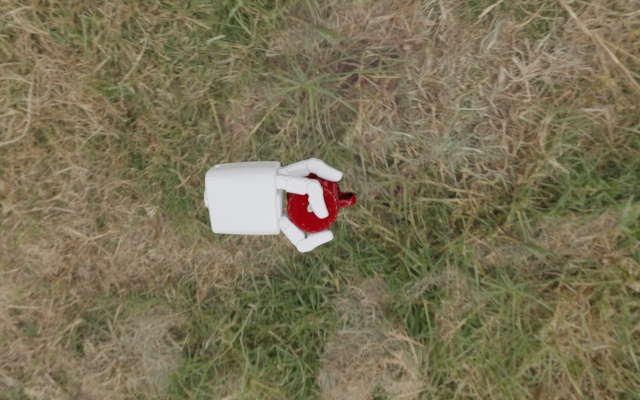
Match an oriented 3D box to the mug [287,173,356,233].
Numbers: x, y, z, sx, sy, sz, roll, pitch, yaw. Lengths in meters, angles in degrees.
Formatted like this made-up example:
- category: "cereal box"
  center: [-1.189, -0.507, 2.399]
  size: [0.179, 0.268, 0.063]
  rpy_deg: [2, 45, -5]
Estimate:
- category: "mug"
  center: [0.002, 0.003, 0.779]
  size: [0.117, 0.093, 0.081]
  rpy_deg: [-2, 15, 1]
